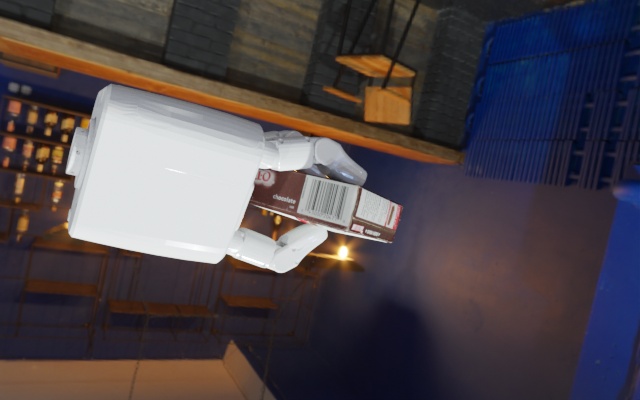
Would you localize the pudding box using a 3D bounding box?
[{"bbox_3d":[0.000,0.001,0.404,0.113,0.039,0.090,17,-1,32],"label":"pudding box"}]
